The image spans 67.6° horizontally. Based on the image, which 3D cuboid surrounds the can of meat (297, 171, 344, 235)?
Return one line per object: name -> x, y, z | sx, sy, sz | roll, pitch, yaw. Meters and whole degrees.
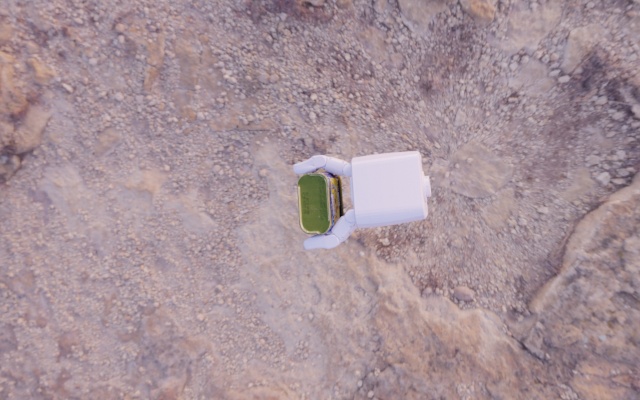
can of meat -> 0.000, 0.002, 0.774 | 0.057, 0.102, 0.084 | -3, 3, 15
